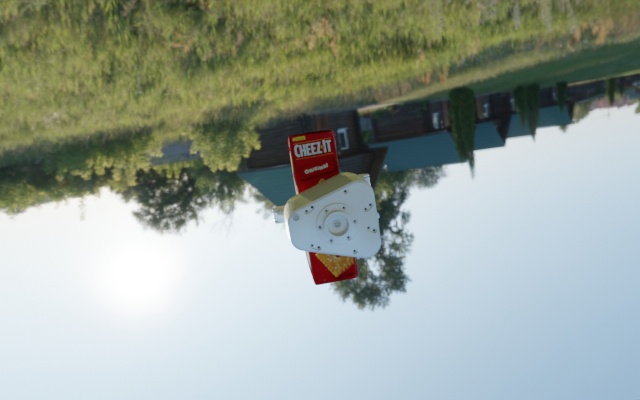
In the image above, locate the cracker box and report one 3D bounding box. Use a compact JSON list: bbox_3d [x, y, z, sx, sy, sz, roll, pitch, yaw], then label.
[{"bbox_3d":[0.000,0.003,0.737,0.072,0.214,0.164,-10,7,-4],"label":"cracker box"}]
